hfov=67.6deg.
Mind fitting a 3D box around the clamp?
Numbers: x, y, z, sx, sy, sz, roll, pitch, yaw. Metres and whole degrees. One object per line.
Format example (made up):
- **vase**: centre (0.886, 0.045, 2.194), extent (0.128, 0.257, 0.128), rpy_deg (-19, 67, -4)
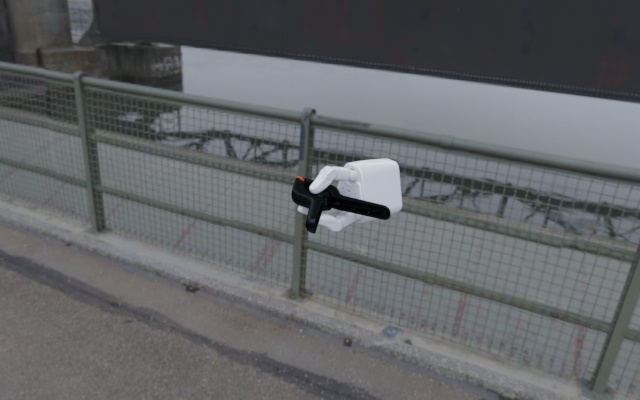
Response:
- **clamp**: centre (0.000, 0.002, 0.870), extent (0.164, 0.036, 0.210), rpy_deg (-11, 26, -35)
